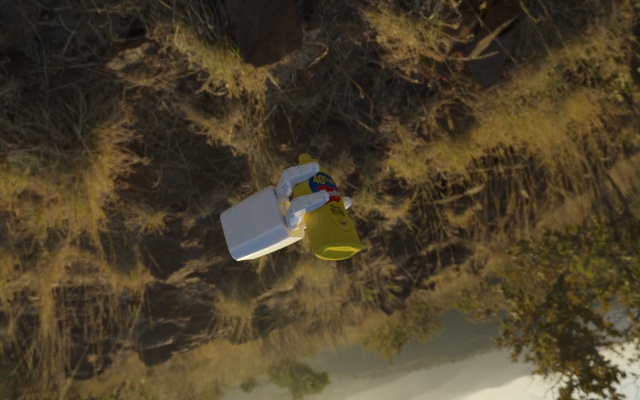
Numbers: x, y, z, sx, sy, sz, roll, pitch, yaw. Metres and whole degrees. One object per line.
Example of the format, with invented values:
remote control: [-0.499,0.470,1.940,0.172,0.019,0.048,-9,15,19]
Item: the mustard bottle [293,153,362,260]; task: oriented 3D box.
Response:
mustard bottle: [0.000,0.003,0.796,0.058,0.191,0.096,-38,-31,31]
